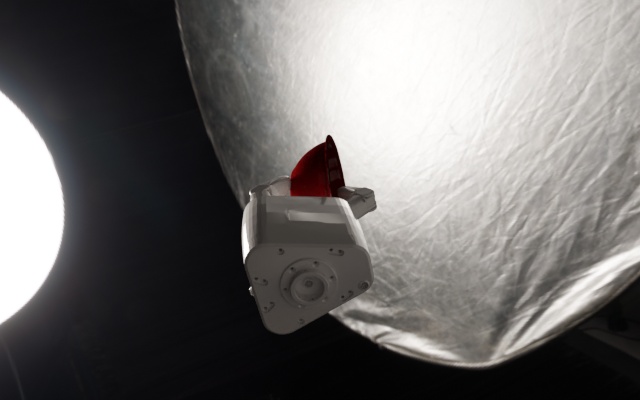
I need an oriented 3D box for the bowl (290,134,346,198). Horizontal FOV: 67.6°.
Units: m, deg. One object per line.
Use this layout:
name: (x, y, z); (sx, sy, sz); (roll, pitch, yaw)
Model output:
bowl: (0.000, 0.002, 0.597); (0.055, 0.162, 0.162); (-9, -2, 10)
